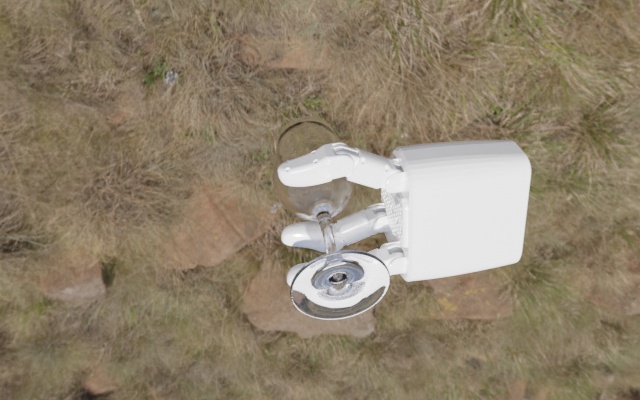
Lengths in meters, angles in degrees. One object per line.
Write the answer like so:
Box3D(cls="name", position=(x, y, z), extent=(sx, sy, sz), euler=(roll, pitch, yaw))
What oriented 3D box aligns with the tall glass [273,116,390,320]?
Box3D(cls="tall glass", position=(0.000, 0.002, 0.422), extent=(0.079, 0.079, 0.200), euler=(0, 39, -11))
